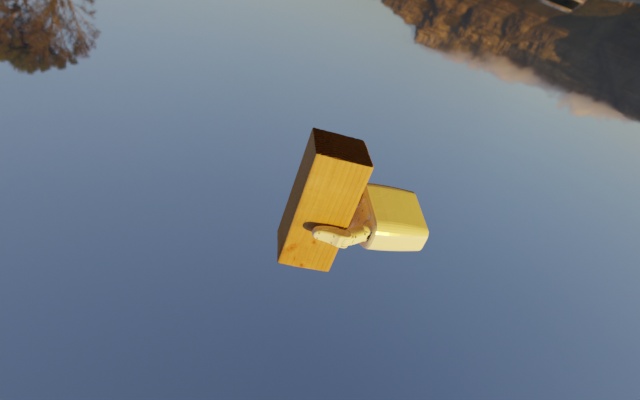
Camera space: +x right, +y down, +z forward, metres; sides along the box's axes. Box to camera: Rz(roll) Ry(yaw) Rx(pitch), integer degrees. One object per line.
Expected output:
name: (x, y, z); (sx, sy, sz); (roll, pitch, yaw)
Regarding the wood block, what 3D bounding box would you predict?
wood block: (0.000, 0.003, 0.761); (0.090, 0.206, 0.090); (13, 31, -14)
